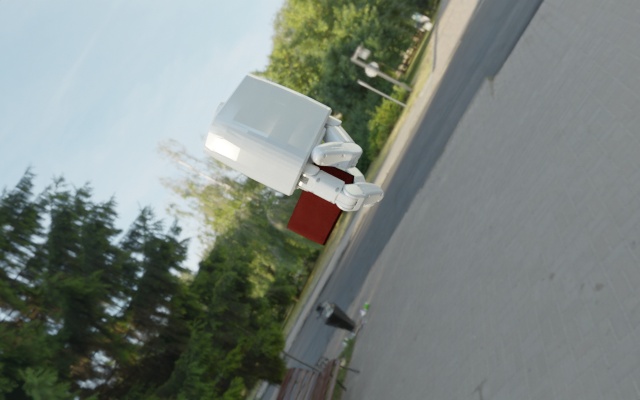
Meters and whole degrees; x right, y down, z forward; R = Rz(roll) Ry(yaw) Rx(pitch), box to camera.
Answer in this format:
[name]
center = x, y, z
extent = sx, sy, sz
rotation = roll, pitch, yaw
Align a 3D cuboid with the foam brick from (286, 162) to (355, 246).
[foam brick]
center = 0.000, 0.002, 0.562
extent = 0.051, 0.078, 0.053
rotation = 23, 34, -4
